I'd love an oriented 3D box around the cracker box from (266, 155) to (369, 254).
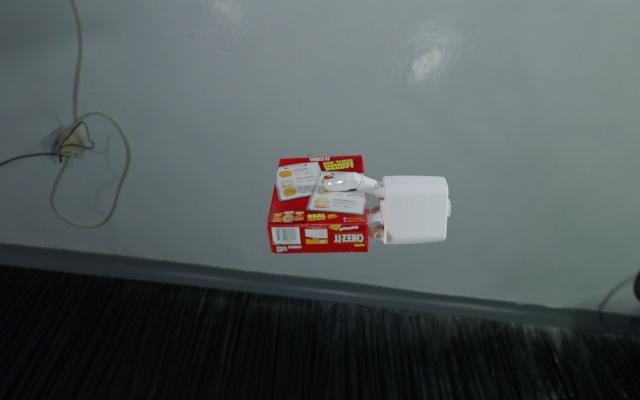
[{"bbox_3d":[0.000,0.003,0.852,0.164,0.072,0.213,-2,35,3],"label":"cracker box"}]
